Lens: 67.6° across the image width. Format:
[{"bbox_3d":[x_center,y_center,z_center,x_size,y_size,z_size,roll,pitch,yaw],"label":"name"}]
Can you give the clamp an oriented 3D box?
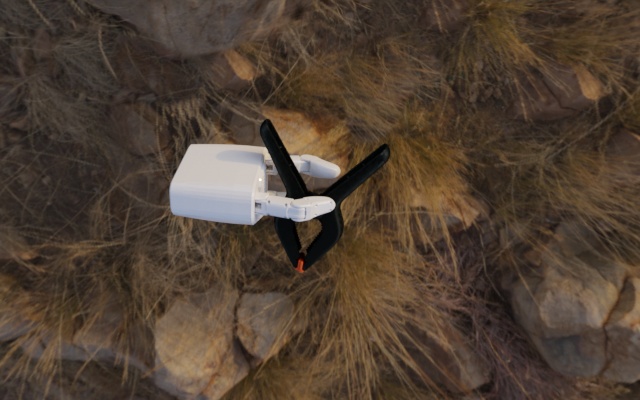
[{"bbox_3d":[0.000,0.003,0.629,0.164,0.210,0.036,6,25,5],"label":"clamp"}]
